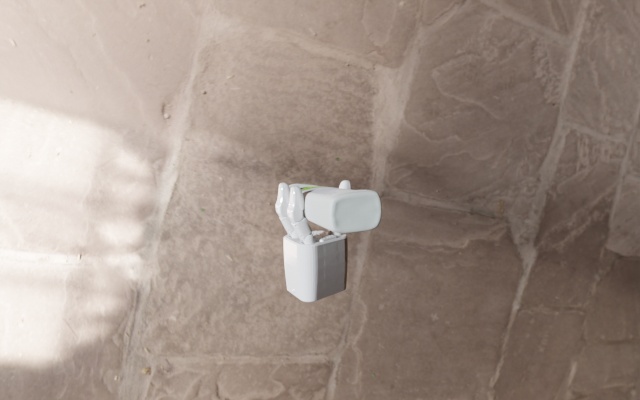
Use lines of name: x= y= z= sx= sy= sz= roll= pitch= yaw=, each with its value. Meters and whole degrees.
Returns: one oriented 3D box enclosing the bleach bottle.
bleach bottle: x=0.000 y=0.003 z=0.871 sx=0.102 sy=0.068 sz=0.251 roll=-5 pitch=10 yaw=-27
